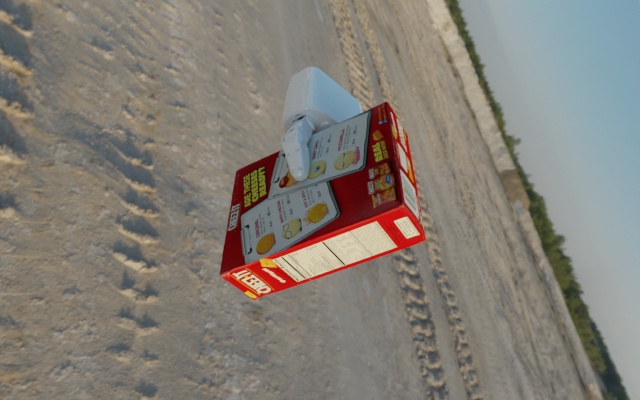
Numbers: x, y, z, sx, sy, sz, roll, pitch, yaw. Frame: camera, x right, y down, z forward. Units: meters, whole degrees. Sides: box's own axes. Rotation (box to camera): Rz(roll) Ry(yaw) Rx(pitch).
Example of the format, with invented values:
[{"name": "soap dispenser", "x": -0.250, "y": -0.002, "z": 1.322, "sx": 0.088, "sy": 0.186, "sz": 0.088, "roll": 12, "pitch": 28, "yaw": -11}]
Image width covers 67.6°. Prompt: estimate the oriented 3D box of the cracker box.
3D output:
[{"name": "cracker box", "x": 0.000, "y": 0.002, "z": 0.536, "sx": 0.214, "sy": 0.164, "sz": 0.072, "roll": -23, "pitch": -48, "yaw": 22}]
